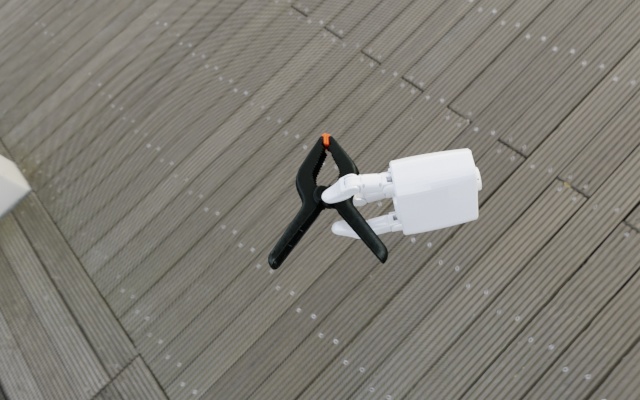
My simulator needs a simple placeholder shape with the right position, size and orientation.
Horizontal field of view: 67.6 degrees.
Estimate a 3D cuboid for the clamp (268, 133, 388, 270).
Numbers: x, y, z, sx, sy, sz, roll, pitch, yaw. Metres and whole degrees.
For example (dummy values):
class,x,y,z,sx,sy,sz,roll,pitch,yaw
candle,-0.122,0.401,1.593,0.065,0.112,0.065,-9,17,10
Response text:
class,x,y,z,sx,sy,sz,roll,pitch,yaw
clamp,0.000,0.001,0.682,0.164,0.210,0.036,-11,-26,9
